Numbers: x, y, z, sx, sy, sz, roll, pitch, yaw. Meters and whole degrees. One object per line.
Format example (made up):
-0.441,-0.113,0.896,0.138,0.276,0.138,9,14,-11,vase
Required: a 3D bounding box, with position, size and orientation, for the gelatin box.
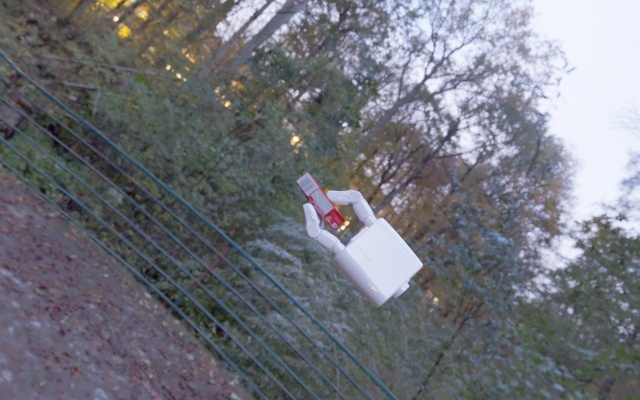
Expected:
0.000,0.002,0.829,0.030,0.089,0.073,-37,-24,0,gelatin box
